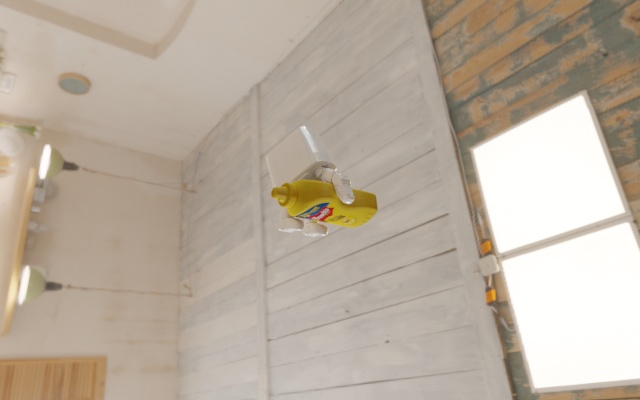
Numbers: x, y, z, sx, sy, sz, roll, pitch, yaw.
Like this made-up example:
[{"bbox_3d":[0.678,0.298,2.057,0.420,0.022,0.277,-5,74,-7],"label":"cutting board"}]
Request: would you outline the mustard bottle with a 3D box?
[{"bbox_3d":[0.000,0.003,0.819,0.191,0.058,0.096,13,-26,-37],"label":"mustard bottle"}]
